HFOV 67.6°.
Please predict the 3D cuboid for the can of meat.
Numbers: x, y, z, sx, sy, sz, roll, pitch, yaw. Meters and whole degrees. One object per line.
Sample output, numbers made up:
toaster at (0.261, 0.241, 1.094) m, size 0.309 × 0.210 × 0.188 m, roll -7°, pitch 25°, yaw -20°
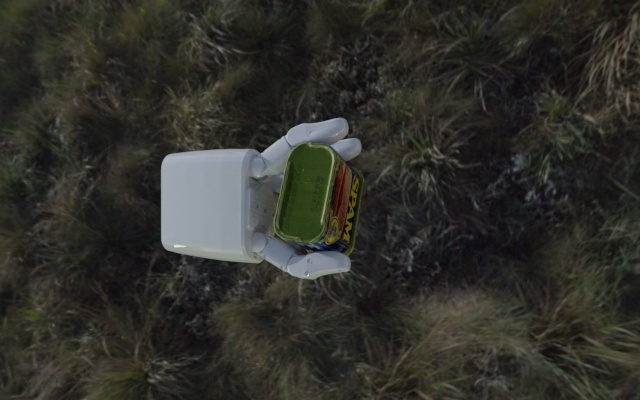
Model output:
can of meat at (0.000, 0.002, 0.475) m, size 0.057 × 0.102 × 0.084 m, roll 5°, pitch -13°, yaw 23°
